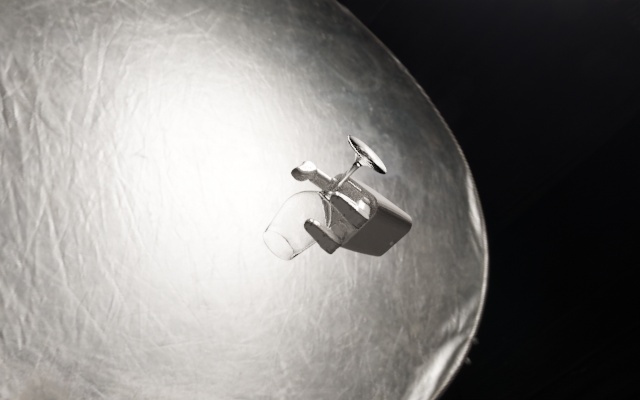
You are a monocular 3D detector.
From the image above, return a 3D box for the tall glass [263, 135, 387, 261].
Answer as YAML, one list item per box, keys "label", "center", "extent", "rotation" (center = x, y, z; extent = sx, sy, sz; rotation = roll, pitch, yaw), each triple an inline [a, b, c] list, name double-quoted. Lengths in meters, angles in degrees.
- label: "tall glass"
  center: [0.000, 0.002, 0.697]
  extent: [0.201, 0.079, 0.079]
  rotation: [-45, -20, 21]
